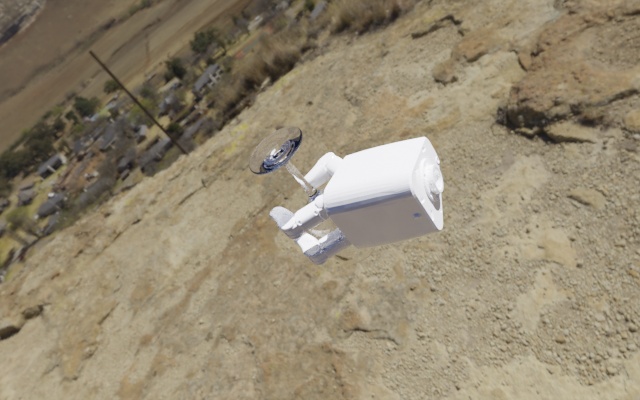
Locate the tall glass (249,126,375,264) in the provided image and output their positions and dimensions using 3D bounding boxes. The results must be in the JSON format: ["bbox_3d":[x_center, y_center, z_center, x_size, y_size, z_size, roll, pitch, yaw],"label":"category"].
[{"bbox_3d":[0.000,0.002,0.606,0.079,0.079,0.201,0,-38,41],"label":"tall glass"}]
